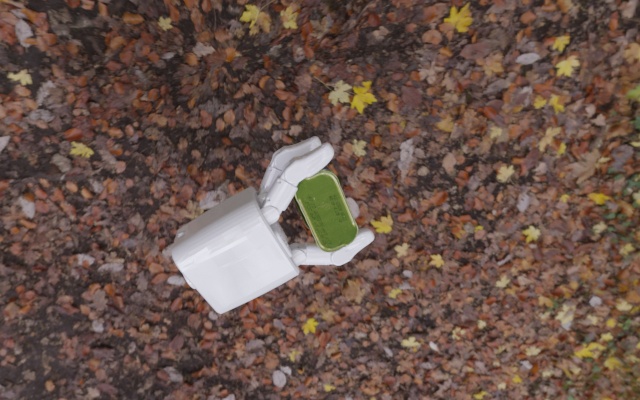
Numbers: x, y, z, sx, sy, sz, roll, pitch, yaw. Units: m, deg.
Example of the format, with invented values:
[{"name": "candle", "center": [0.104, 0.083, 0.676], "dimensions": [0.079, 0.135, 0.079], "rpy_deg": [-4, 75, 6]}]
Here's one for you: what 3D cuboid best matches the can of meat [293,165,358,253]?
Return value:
[{"name": "can of meat", "center": [0.000, 0.002, 0.566], "dimensions": [0.057, 0.102, 0.084], "rpy_deg": [-25, 19, -2]}]
